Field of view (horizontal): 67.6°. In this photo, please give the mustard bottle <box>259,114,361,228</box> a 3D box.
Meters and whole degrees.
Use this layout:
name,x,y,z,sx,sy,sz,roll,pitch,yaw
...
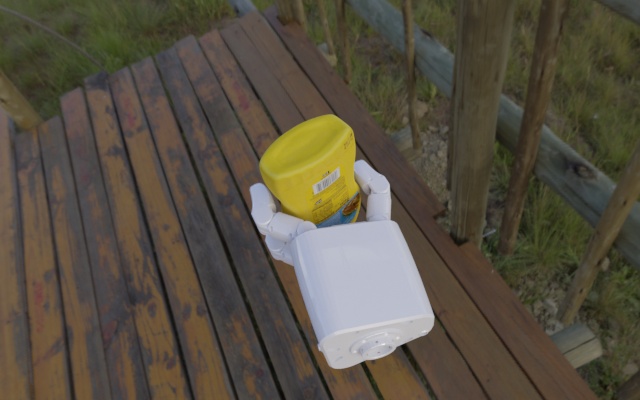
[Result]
name,x,y,z,sx,sy,sz,roll,pitch,yaw
mustard bottle,0.000,0.001,0.526,0.096,0.192,0.058,-37,56,-16
